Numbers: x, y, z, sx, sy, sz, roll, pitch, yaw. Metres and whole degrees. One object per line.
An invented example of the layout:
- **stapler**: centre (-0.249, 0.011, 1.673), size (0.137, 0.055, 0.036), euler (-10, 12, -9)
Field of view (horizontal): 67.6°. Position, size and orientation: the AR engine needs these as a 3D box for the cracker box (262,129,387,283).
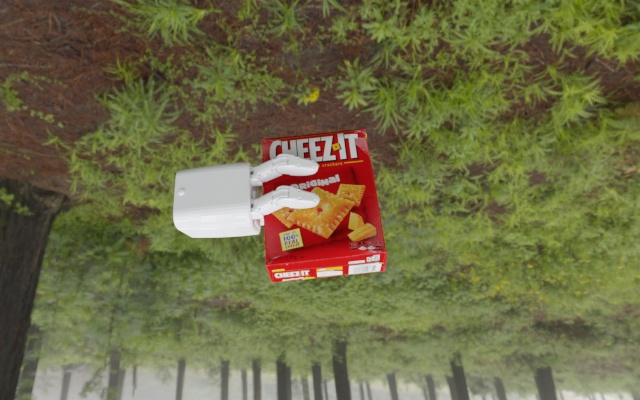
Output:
- **cracker box**: centre (0.000, 0.003, 0.698), size (0.164, 0.213, 0.072), euler (-6, -30, 0)
